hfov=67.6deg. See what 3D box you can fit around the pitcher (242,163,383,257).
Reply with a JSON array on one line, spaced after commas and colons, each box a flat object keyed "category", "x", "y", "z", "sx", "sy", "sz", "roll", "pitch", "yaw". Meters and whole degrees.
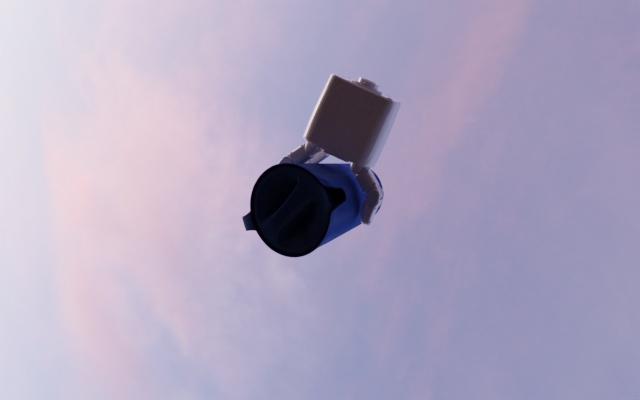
[{"category": "pitcher", "x": 0.000, "y": 0.002, "z": 0.769, "sx": 0.149, "sy": 0.145, "sz": 0.243, "roll": 31, "pitch": 20, "yaw": 22}]
